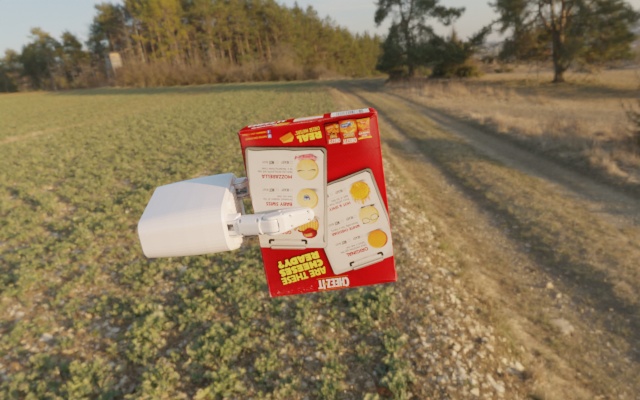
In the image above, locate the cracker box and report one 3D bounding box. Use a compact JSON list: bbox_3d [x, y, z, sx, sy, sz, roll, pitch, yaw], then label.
[{"bbox_3d":[0.000,0.002,0.599,0.164,0.214,0.072,-8,16,4],"label":"cracker box"}]
